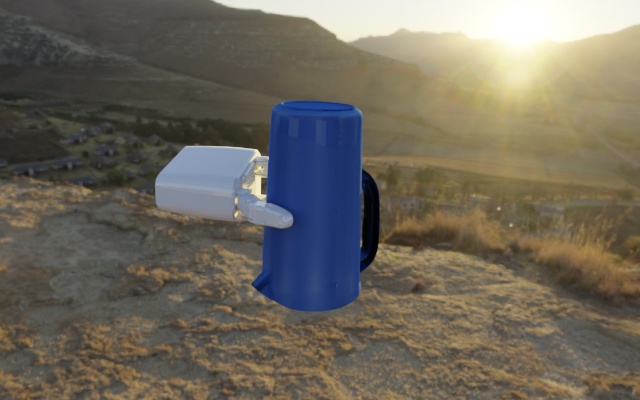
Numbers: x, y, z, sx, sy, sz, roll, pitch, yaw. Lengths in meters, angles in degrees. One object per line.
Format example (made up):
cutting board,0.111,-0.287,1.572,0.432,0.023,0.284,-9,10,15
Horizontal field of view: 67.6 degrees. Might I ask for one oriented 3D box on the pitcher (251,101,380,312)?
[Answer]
pitcher,0.000,0.002,0.601,0.145,0.243,0.149,7,18,12
